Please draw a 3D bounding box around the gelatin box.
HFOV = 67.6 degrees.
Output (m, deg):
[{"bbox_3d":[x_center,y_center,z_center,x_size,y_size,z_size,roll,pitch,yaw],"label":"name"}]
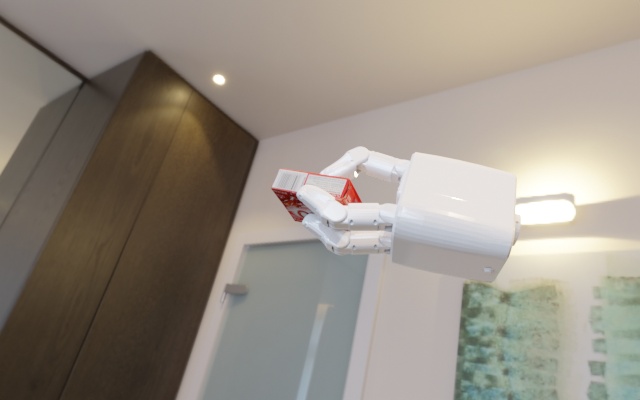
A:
[{"bbox_3d":[0.000,0.001,0.524,0.089,0.030,0.073,10,-27,27],"label":"gelatin box"}]
